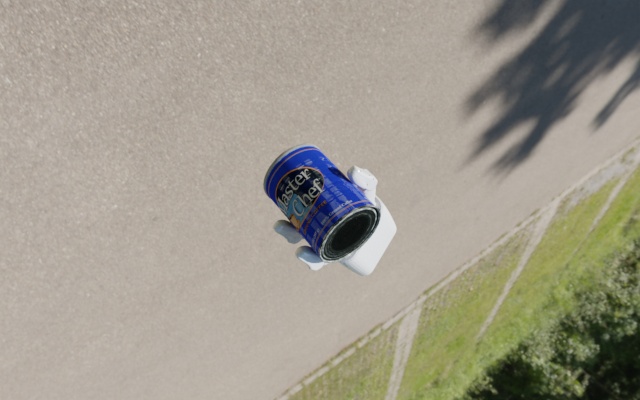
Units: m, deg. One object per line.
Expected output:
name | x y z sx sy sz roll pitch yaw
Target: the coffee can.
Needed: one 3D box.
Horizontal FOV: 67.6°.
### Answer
coffee can | 0.000 0.002 0.664 0.103 0.103 0.140 0 39 -49
